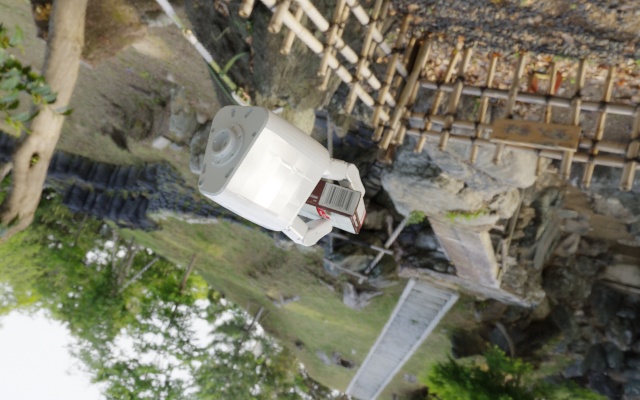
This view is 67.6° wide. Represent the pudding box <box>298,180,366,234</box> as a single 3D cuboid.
[{"bbox_3d":[0.000,0.002,0.630,0.113,0.039,0.090,19,-12,14],"label":"pudding box"}]
